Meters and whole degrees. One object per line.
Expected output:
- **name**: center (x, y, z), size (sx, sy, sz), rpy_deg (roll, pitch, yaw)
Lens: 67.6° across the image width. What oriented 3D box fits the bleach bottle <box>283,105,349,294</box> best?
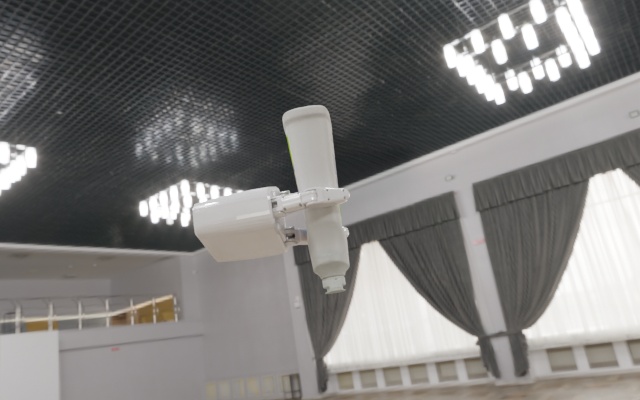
- **bleach bottle**: center (0.000, 0.002, 0.668), size (0.068, 0.250, 0.102), rpy_deg (-10, -16, 3)
